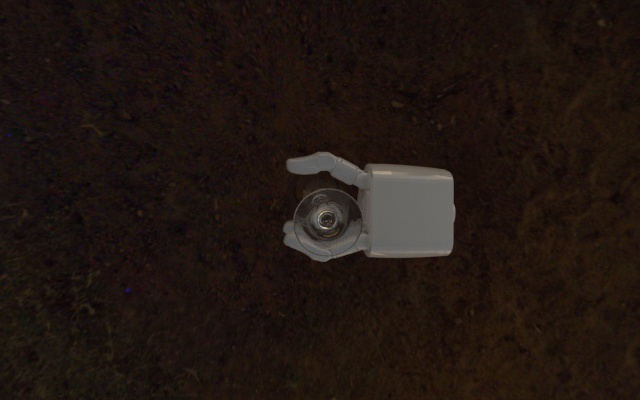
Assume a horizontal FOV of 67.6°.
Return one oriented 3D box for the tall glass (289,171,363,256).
[{"bbox_3d":[0.000,0.002,0.598,0.079,0.079,0.201,0,13,-5],"label":"tall glass"}]
